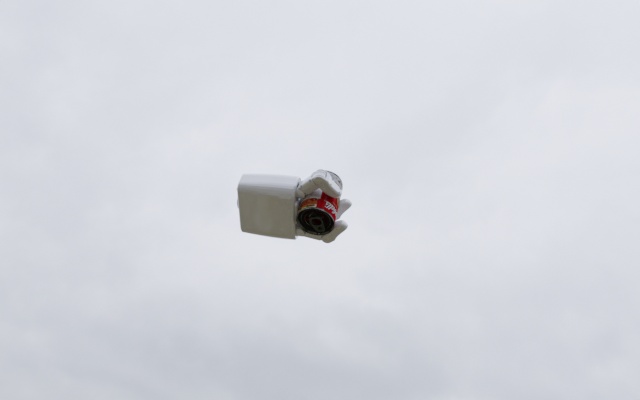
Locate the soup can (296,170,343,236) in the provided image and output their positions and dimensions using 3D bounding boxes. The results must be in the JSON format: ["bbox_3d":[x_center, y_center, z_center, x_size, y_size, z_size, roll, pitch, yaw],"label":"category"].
[{"bbox_3d":[0.001,0.003,0.854,0.068,0.069,0.102,0,44,15],"label":"soup can"}]
